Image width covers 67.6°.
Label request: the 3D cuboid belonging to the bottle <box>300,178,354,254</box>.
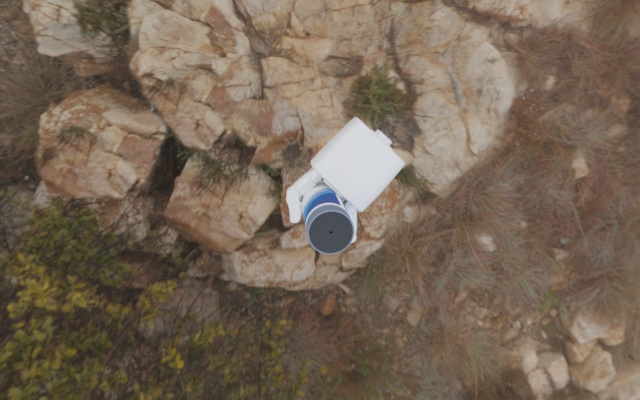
[{"bbox_3d":[0.000,0.003,0.802,0.069,0.069,0.295,0,17,-6],"label":"bottle"}]
